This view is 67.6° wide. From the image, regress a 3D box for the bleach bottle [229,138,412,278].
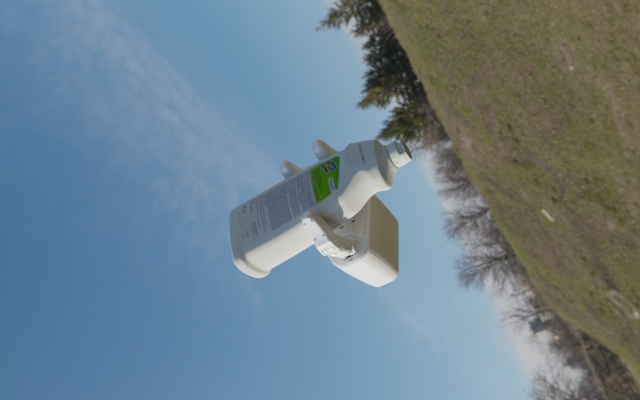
[{"bbox_3d":[0.000,0.002,0.601,0.251,0.102,0.068,-28,-37,21],"label":"bleach bottle"}]
